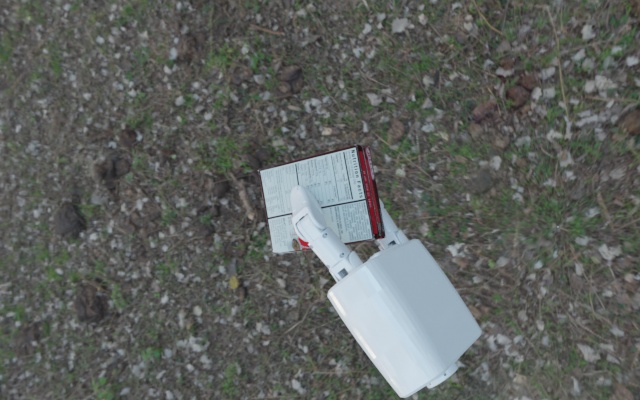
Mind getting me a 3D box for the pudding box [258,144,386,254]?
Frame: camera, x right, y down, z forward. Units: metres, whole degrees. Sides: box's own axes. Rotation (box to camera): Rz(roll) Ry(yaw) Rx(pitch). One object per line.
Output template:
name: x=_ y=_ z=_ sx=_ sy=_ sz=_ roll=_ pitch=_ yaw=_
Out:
pudding box: x=0.000 y=0.002 z=0.464 sx=0.113 sy=0.090 sz=0.039 roll=-11 pitch=-4 yaw=24
